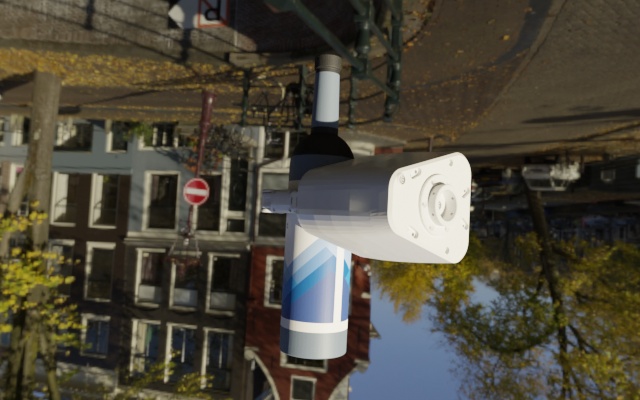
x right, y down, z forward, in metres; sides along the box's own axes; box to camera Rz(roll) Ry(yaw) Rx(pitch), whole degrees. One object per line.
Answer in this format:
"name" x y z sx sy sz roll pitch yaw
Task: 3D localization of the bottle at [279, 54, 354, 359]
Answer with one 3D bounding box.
"bottle" 0.000 0.002 0.481 0.069 0.295 0.069 3 -3 0
